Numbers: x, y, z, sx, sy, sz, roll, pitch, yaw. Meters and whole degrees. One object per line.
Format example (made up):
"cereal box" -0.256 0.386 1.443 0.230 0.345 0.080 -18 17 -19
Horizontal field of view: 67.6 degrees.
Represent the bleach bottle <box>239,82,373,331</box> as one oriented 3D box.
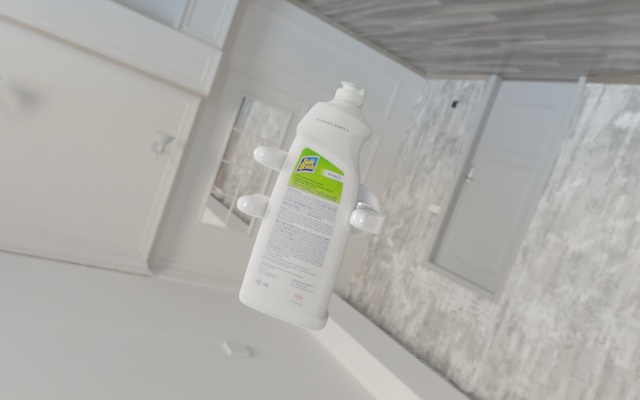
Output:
"bleach bottle" 0.000 0.002 0.507 0.102 0.251 0.068 20 4 1
